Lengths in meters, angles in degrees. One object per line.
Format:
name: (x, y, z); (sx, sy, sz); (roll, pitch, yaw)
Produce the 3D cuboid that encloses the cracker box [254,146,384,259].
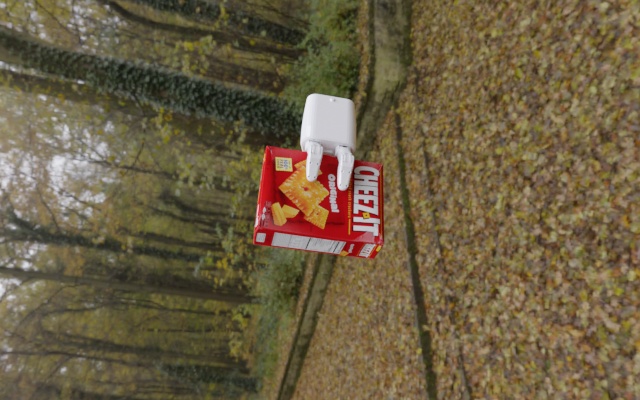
cracker box: (0.000, 0.003, 0.827); (0.214, 0.164, 0.072); (8, -29, -8)
